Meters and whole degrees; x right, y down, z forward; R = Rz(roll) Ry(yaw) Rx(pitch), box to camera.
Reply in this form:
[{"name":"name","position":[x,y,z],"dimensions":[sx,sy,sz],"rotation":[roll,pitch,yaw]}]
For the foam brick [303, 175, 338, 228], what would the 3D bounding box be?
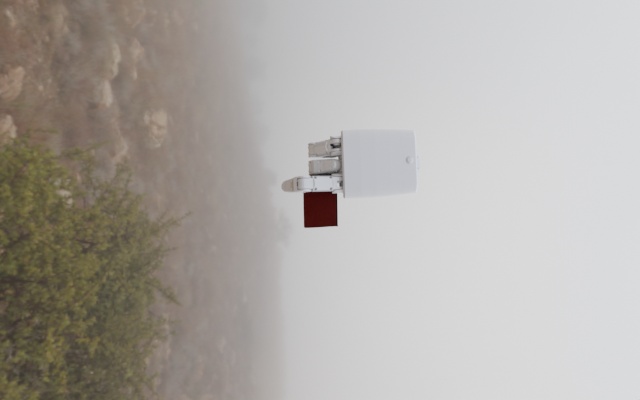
[{"name":"foam brick","position":[0.000,0.003,0.718],"dimensions":[0.051,0.078,0.053],"rotation":[-1,-2,-1]}]
